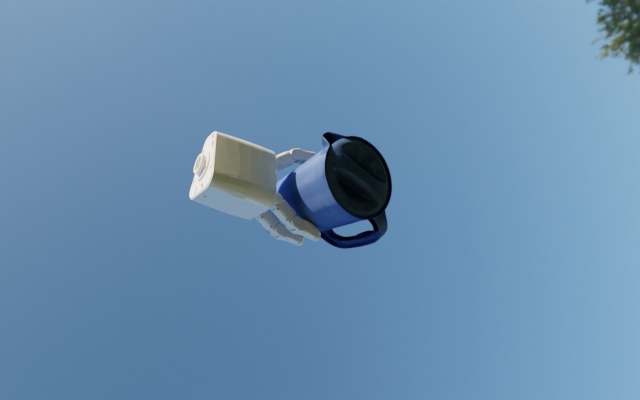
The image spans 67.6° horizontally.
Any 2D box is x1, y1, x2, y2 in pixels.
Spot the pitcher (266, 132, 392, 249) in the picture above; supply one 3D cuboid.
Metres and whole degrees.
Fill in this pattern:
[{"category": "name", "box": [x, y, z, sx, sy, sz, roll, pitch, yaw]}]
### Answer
[{"category": "pitcher", "box": [0.000, 0.003, 0.812, 0.145, 0.149, 0.243, 18, -25, -30]}]
